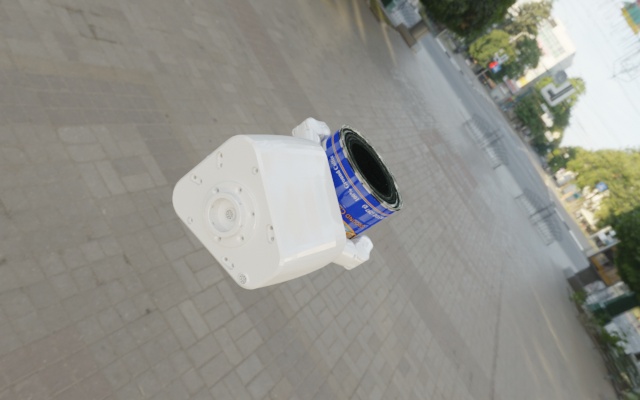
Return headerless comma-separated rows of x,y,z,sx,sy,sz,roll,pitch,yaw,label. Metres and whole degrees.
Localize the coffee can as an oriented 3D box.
0.000,0.002,0.507,0.140,0.102,0.103,-34,-15,24,coffee can
